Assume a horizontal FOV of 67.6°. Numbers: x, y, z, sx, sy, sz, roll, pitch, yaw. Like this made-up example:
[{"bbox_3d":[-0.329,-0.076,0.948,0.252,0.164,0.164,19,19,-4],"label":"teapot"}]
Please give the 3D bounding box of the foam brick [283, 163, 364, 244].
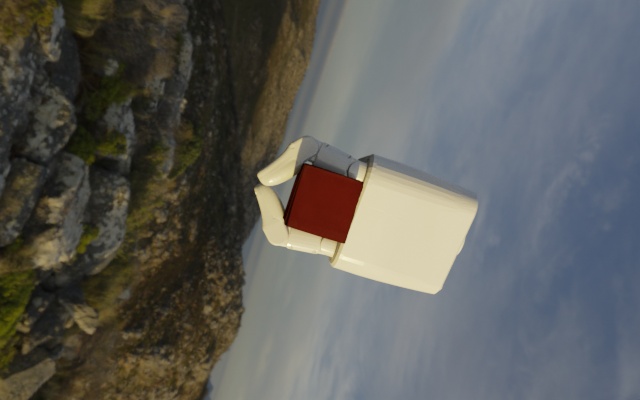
[{"bbox_3d":[0.000,0.001,0.408,0.051,0.053,0.078,18,0,-5],"label":"foam brick"}]
